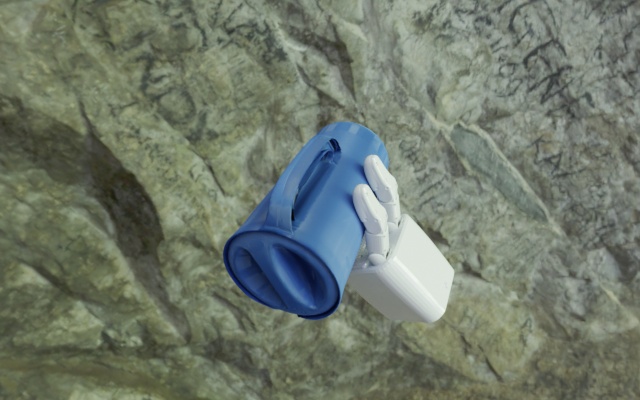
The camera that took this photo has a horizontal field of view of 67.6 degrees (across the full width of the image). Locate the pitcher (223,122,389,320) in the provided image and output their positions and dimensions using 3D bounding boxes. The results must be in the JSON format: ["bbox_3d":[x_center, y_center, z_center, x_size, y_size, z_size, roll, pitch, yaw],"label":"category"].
[{"bbox_3d":[0.000,0.002,0.563,0.149,0.145,0.242,-31,21,42],"label":"pitcher"}]
